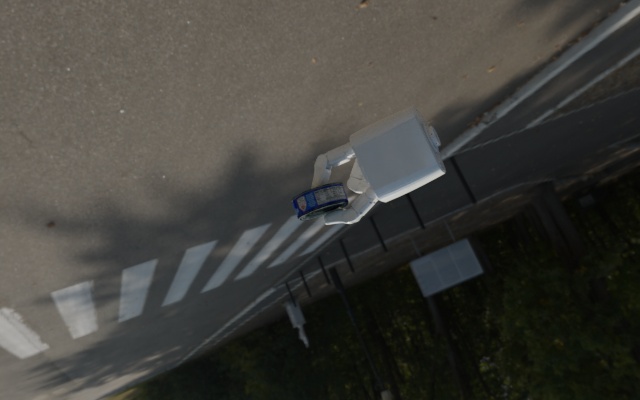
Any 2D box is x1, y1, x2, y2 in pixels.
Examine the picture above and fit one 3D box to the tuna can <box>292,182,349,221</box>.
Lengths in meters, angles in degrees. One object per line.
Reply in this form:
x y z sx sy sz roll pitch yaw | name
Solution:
0.000 0.003 0.749 0.086 0.033 0.086 -18 -10 -3 | tuna can
